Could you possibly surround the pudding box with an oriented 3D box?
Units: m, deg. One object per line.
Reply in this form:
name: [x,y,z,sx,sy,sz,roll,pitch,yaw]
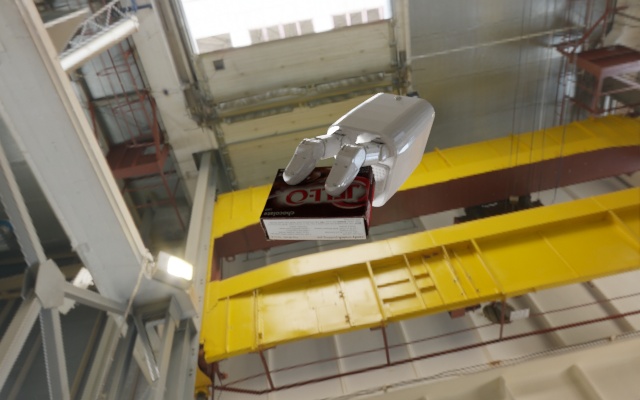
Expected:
pudding box: [0.000,0.002,0.520,0.113,0.039,0.090,-4,37,14]
